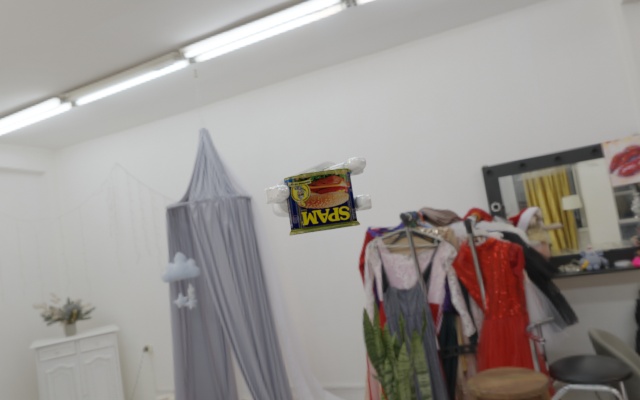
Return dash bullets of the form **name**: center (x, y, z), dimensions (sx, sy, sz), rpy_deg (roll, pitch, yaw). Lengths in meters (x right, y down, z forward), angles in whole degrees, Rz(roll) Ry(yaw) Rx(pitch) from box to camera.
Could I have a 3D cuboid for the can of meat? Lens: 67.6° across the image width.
- **can of meat**: center (0.000, 0.002, 0.694), dimensions (0.102, 0.084, 0.057), rpy_deg (-8, -5, -9)
